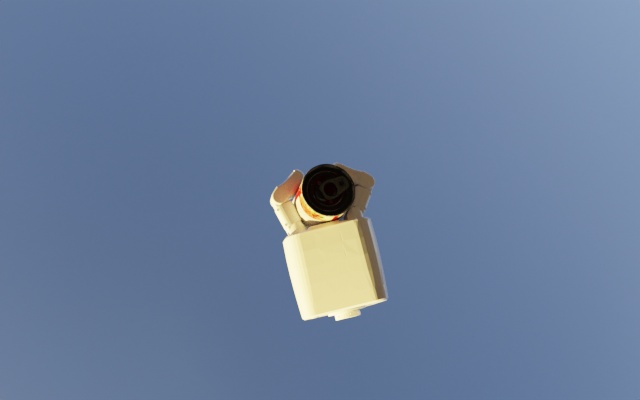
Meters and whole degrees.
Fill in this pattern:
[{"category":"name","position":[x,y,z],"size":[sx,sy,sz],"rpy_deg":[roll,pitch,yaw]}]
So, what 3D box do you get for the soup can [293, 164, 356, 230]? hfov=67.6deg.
[{"category":"soup can","position":[0.000,0.002,0.627],"size":[0.068,0.068,0.102],"rpy_deg":[0,-18,-12]}]
